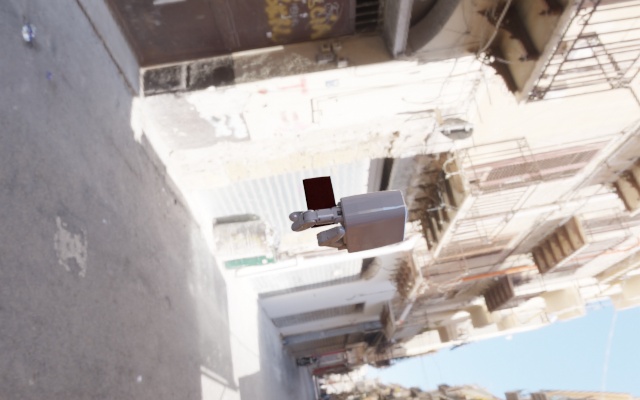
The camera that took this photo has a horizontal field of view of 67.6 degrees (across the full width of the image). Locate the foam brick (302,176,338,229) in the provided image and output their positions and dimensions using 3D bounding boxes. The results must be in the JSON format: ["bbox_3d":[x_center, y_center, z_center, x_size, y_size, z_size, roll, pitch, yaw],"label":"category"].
[{"bbox_3d":[0.000,0.002,0.846,0.051,0.078,0.053,-10,-22,-1],"label":"foam brick"}]
